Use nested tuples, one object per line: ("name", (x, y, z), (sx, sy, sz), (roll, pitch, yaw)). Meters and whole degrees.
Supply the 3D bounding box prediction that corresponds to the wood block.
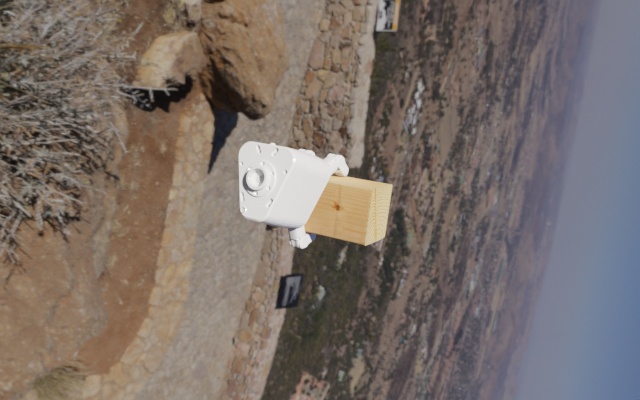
("wood block", (0.000, 0.003, 0.780), (0.206, 0.091, 0.090), (12, 11, 26))
